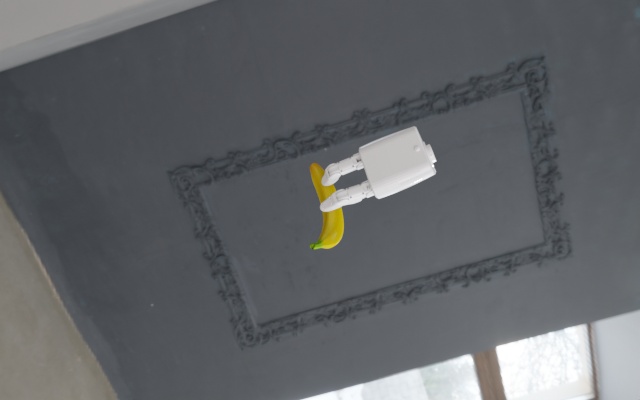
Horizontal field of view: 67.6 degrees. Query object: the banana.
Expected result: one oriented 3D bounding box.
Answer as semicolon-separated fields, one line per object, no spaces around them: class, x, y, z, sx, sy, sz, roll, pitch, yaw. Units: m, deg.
banana;0.012;0.014;0.879;0.037;0.197;0.070;-29;-47;27
